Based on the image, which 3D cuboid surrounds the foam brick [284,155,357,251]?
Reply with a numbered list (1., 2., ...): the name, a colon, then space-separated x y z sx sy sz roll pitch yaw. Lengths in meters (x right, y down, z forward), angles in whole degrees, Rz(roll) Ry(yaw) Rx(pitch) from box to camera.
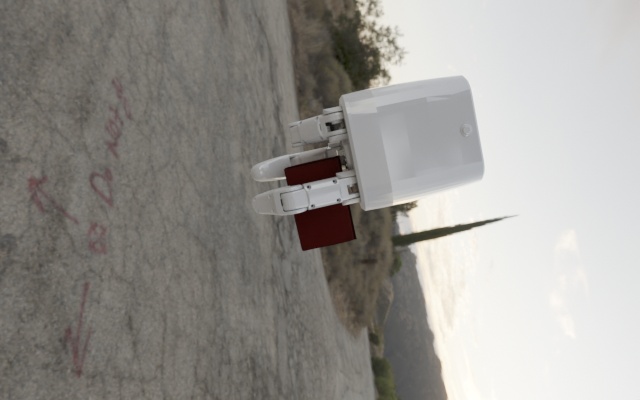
1. foam brick: 0.000 0.002 0.442 0.051 0.078 0.053 -12 6 0
